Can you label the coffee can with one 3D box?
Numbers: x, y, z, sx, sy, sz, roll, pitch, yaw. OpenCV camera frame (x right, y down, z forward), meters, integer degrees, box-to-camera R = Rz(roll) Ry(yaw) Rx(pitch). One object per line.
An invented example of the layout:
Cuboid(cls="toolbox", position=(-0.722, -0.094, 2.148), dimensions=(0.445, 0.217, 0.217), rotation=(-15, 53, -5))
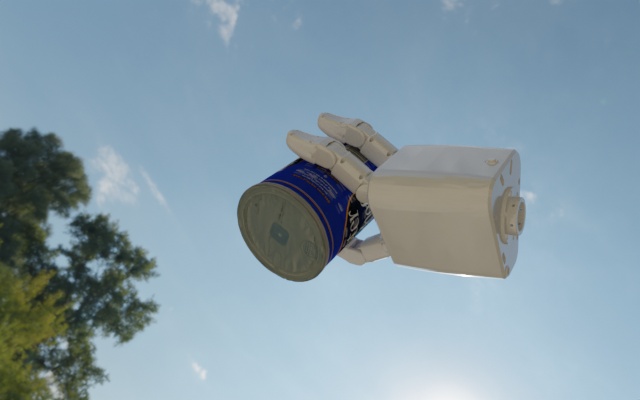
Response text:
Cuboid(cls="coffee can", position=(0.000, 0.002, 0.486), dimensions=(0.103, 0.103, 0.140), rotation=(0, 26, 38))
